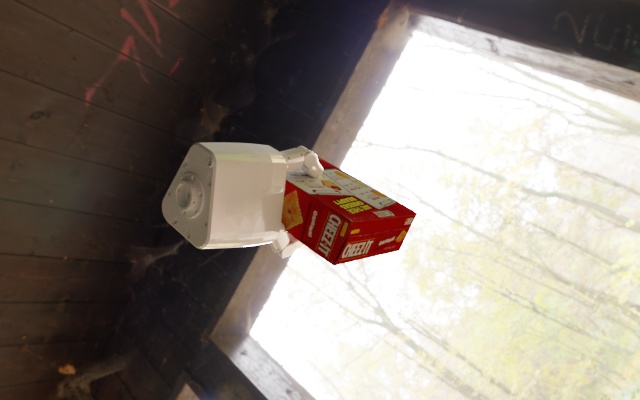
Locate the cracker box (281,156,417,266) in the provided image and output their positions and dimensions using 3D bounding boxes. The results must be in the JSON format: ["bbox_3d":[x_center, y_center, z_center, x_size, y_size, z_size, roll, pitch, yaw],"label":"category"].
[{"bbox_3d":[0.000,0.002,0.670,0.213,0.072,0.164,33,22,33],"label":"cracker box"}]
